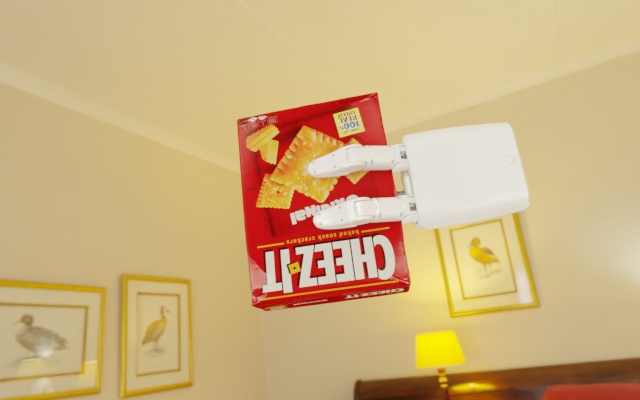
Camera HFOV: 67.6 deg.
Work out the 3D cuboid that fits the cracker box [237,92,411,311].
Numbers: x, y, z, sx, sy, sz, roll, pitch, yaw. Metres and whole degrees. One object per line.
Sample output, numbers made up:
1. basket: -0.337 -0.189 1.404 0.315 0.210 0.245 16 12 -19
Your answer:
1. cracker box: 0.000 0.002 0.523 0.164 0.213 0.072 -9 -17 5
